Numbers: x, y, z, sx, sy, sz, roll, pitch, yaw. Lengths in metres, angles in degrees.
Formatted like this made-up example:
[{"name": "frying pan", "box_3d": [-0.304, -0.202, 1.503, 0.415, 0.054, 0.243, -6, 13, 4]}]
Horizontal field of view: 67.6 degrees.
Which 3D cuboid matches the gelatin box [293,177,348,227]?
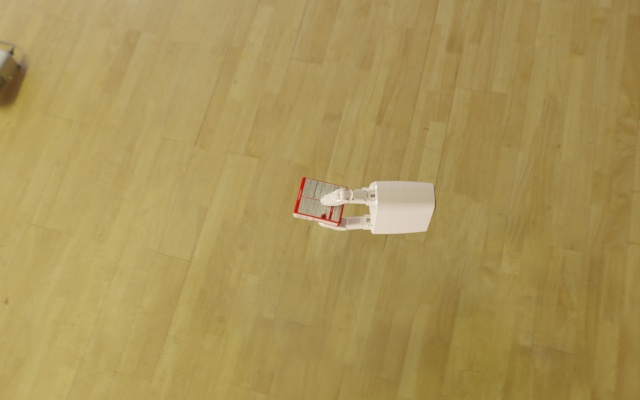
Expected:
[{"name": "gelatin box", "box_3d": [0.000, 0.003, 0.883, 0.089, 0.073, 0.030, 13, -17, 0]}]
